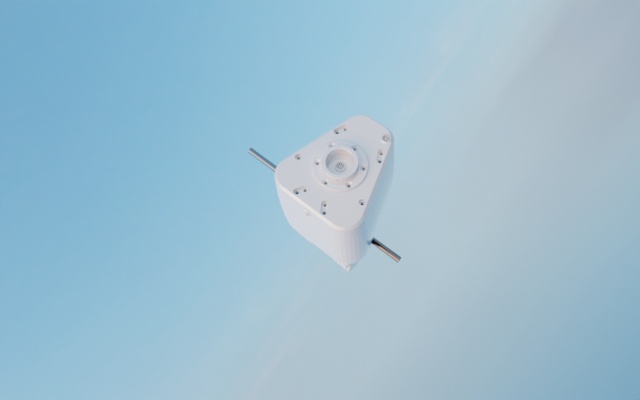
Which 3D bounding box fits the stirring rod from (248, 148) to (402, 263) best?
[{"bbox_3d":[0.000,0.002,0.596,0.239,0.011,0.011,36,12,16],"label":"stirring rod"}]
